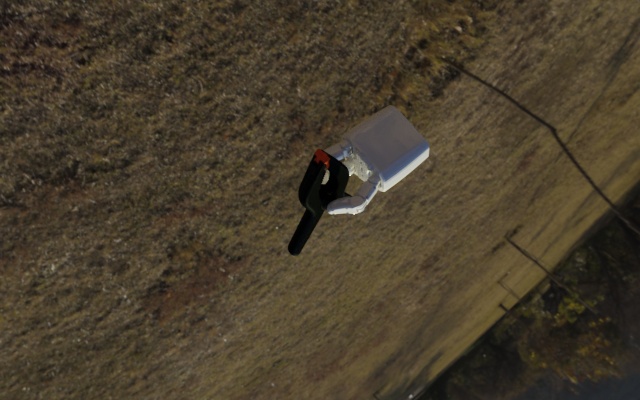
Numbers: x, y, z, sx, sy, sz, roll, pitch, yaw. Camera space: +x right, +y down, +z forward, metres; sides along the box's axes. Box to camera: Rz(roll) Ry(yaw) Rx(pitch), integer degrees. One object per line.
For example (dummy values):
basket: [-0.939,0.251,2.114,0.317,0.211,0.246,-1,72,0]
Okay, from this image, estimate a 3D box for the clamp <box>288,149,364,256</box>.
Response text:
clamp: [0.001,0.003,0.785,0.164,0.036,0.210,-37,-31,-15]
